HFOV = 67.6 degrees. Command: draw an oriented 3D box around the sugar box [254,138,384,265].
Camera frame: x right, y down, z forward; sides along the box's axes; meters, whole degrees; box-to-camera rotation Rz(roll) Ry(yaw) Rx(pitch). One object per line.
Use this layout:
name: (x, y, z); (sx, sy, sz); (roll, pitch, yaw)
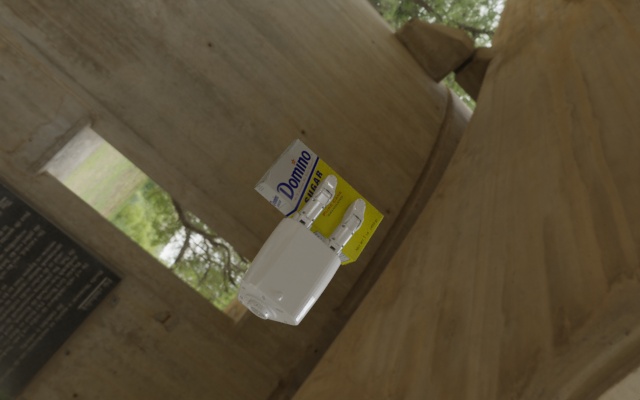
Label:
sugar box: (0.000, 0.002, 0.699); (0.176, 0.093, 0.048); (42, -29, -12)
